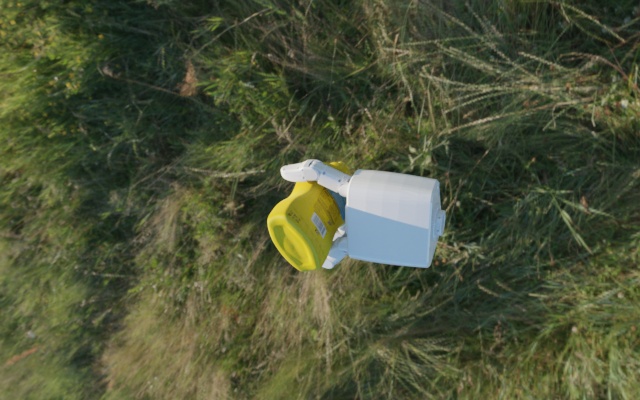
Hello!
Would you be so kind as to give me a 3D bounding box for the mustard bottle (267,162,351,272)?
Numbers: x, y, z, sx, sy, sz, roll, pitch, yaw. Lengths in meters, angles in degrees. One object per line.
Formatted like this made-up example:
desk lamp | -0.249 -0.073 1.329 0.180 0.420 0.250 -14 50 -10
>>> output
mustard bottle | 0.000 0.002 0.669 0.058 0.096 0.191 -16 28 35
